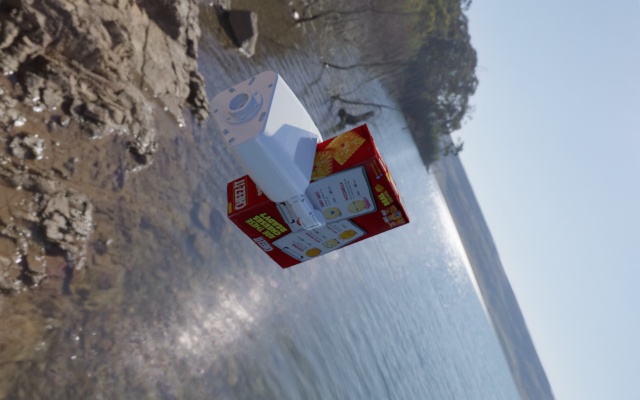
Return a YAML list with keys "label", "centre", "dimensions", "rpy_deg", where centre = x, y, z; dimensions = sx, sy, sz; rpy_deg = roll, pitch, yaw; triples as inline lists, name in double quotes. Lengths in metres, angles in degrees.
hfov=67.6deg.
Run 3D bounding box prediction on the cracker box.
- label: "cracker box"
  centre: [0.000, 0.002, 0.683]
  dimensions: [0.214, 0.072, 0.164]
  rpy_deg: [-21, -41, 14]
